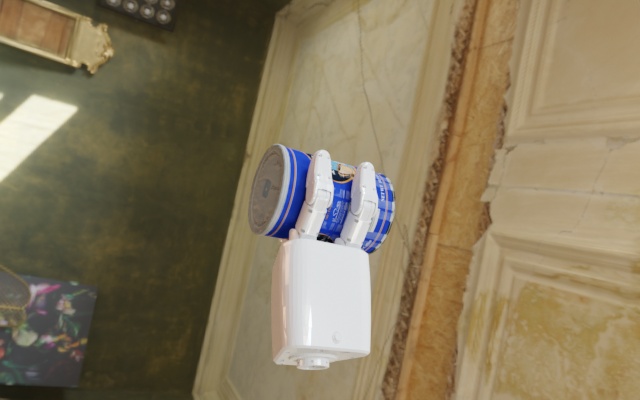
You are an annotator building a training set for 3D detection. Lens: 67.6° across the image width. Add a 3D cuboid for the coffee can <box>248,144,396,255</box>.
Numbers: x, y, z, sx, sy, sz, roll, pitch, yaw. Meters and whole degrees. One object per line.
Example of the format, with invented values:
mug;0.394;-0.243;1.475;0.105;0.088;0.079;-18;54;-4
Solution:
coffee can;0.000;0.002;0.554;0.140;0.103;0.103;13;-6;-25
